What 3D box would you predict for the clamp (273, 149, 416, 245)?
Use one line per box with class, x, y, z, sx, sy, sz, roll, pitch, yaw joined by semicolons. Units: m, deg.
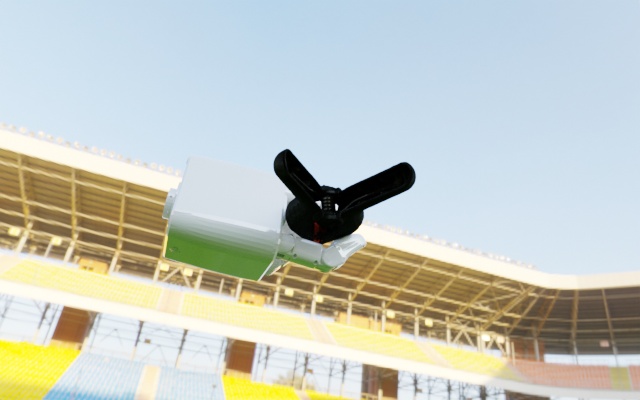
clamp;0.000;0.001;0.455;0.120;0.039;0.171;15;-30;-14
